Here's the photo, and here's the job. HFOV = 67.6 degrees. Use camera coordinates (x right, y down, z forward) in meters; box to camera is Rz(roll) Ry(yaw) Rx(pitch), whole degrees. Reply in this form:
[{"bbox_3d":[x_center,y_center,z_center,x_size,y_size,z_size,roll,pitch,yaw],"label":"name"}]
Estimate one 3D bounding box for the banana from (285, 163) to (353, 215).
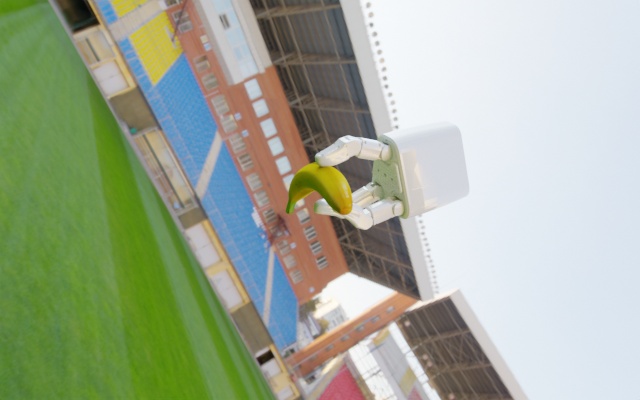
[{"bbox_3d":[-0.002,-0.017,0.630,0.037,0.069,0.198,-3,0,-22],"label":"banana"}]
